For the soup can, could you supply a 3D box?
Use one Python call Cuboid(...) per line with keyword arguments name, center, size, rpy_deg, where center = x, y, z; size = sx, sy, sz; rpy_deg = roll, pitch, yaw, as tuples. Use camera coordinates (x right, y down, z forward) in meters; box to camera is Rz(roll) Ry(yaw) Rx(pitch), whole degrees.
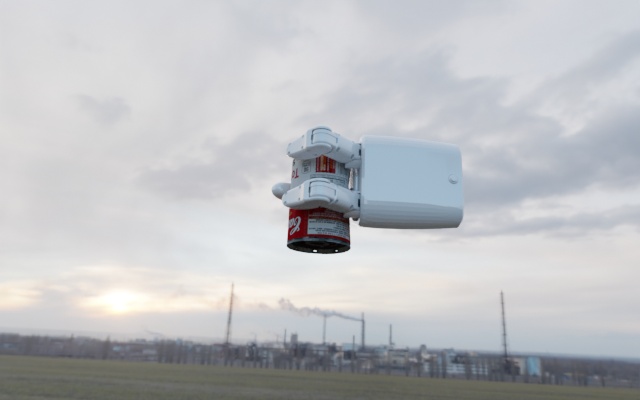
Cuboid(name="soup can", center=(0.000, 0.001, 0.518), size=(0.068, 0.102, 0.068), rpy_deg=(2, -17, 1))
